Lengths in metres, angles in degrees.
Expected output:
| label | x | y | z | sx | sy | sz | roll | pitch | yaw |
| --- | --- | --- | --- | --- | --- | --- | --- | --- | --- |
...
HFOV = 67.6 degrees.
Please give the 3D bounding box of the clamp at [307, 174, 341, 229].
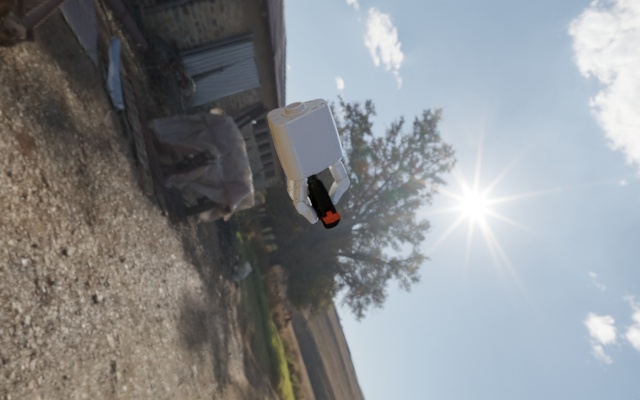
| label | x | y | z | sx | sy | sz | roll | pitch | yaw |
| --- | --- | --- | --- | --- | --- | --- | --- | --- | --- |
| clamp | 0.001 | 0.003 | 0.894 | 0.036 | 0.165 | 0.210 | -23 | 30 | -4 |
